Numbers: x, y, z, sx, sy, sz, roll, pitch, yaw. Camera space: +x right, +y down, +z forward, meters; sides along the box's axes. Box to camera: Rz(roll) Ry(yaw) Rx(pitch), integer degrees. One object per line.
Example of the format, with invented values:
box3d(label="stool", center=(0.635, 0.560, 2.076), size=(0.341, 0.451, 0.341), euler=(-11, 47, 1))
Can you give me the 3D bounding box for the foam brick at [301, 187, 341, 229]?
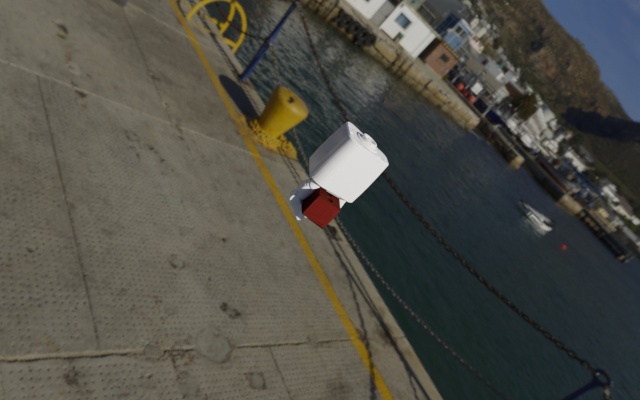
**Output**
box3d(label="foam brick", center=(0.000, 0.003, 0.893), size=(0.053, 0.051, 0.078), euler=(37, 23, -21))
